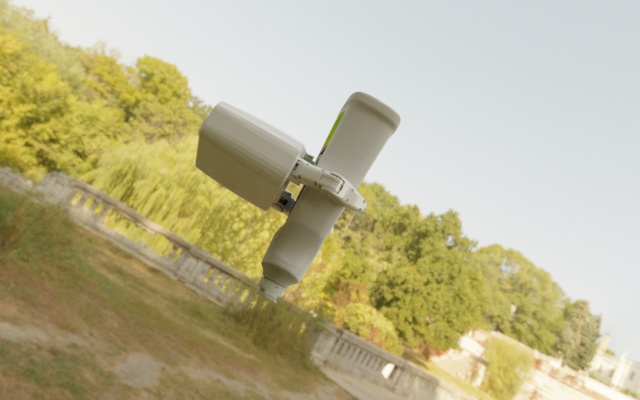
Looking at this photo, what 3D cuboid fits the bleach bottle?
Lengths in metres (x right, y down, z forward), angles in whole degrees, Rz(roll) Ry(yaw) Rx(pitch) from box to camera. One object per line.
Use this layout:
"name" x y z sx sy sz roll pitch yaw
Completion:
"bleach bottle" 0.000 0.002 0.556 0.068 0.251 0.102 30 -10 -4
